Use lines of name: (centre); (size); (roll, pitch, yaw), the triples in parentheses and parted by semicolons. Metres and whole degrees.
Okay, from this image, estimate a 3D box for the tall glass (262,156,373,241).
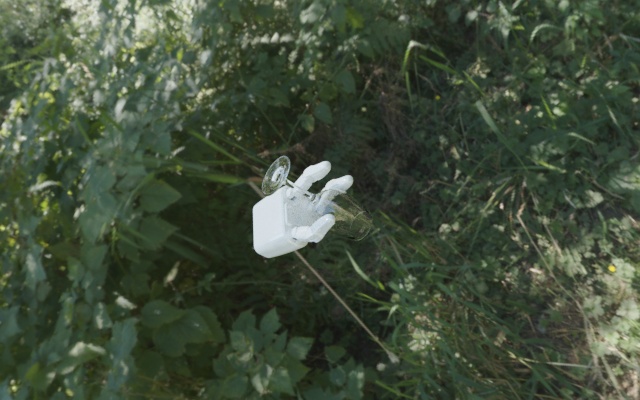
tall glass: (0.000, 0.002, 0.831); (0.201, 0.079, 0.079); (30, -16, -30)
